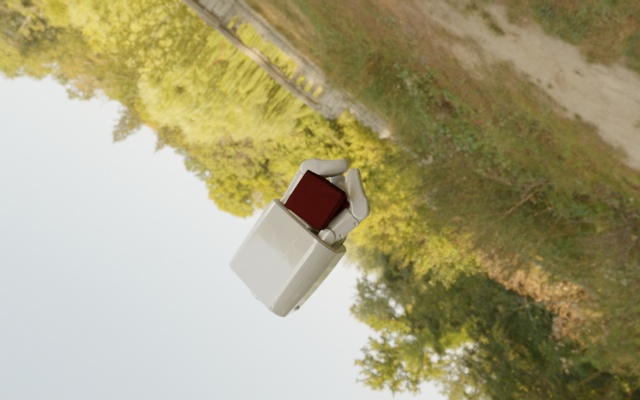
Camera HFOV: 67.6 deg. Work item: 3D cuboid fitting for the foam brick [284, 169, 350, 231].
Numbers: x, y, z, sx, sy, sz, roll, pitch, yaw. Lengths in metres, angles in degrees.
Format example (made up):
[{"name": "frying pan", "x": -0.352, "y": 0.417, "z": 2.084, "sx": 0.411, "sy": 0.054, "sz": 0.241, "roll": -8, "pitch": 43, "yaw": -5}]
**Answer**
[{"name": "foam brick", "x": 0.000, "y": 0.002, "z": 0.574, "sx": 0.053, "sy": 0.051, "sz": 0.078, "roll": 36, "pitch": 5, "yaw": 13}]
